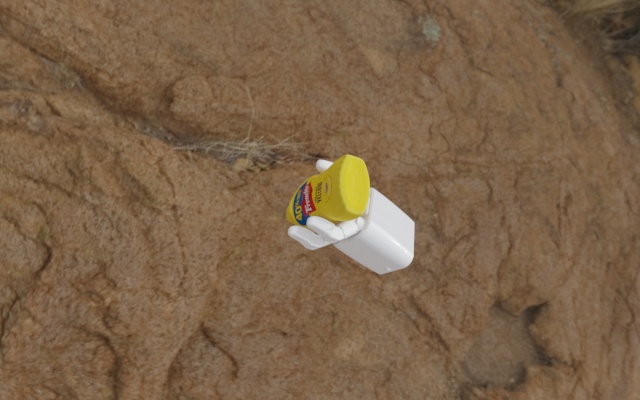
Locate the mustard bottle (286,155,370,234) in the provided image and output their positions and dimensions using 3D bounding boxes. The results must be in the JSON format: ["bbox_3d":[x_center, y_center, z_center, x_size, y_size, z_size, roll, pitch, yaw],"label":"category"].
[{"bbox_3d":[0.000,0.002,0.775,0.058,0.096,0.192,13,-24,-31],"label":"mustard bottle"}]
